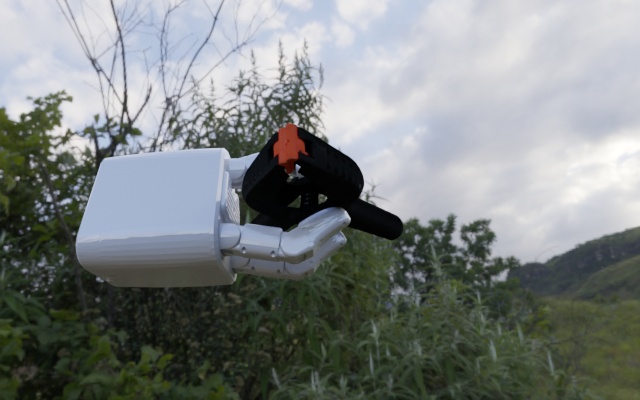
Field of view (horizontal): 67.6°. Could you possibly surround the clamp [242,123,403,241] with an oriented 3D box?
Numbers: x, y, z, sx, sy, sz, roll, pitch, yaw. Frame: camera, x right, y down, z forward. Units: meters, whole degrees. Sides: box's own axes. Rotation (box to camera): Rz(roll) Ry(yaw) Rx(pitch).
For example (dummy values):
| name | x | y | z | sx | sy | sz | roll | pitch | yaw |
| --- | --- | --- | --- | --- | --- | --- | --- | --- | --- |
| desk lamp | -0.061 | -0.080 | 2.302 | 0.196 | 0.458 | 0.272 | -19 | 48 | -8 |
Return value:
| name | x | y | z | sx | sy | sz | roll | pitch | yaw |
| --- | --- | --- | --- | --- | --- | --- | --- | --- | --- |
| clamp | 0.000 | 0.000 | 0.403 | 0.164 | 0.036 | 0.210 | -4 | -23 | -2 |
